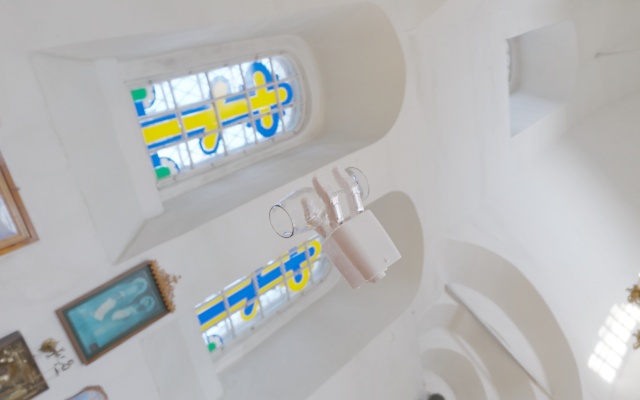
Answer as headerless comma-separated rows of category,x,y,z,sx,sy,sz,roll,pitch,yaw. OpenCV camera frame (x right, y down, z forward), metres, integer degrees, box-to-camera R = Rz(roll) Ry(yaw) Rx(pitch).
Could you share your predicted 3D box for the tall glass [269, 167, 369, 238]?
tall glass,0.000,0.003,0.884,0.201,0.079,0.079,-26,17,-40
